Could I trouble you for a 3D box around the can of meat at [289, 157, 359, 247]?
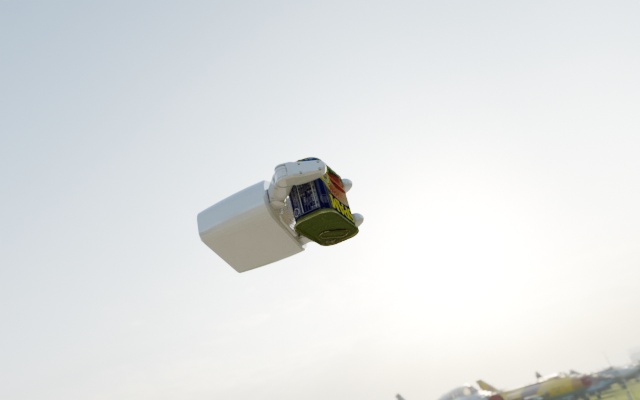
[{"bbox_3d":[0.000,0.002,0.608,0.057,0.084,0.102,-25,-29,18],"label":"can of meat"}]
